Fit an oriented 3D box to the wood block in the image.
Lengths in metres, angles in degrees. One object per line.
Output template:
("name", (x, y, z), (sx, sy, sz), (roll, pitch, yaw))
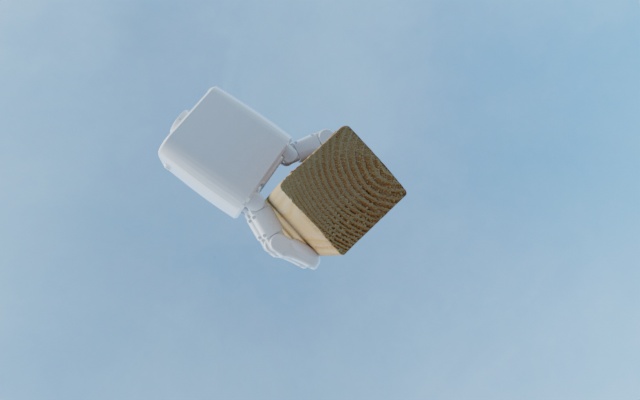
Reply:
("wood block", (0.000, 0.001, 0.535), (0.091, 0.090, 0.206), (-43, 4, -14))
